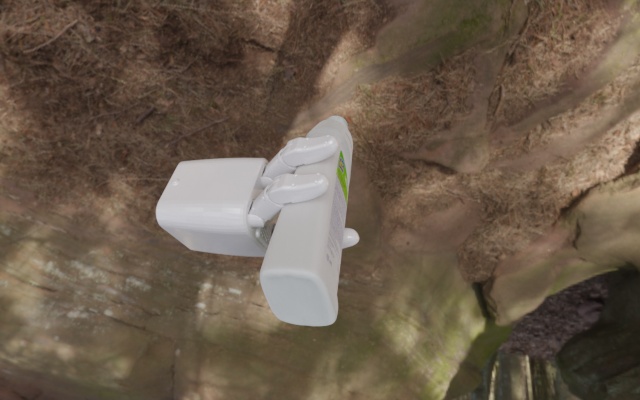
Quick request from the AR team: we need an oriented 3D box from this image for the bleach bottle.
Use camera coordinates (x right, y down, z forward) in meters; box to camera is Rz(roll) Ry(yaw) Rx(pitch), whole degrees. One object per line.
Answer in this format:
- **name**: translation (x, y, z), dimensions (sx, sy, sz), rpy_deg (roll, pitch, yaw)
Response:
- **bleach bottle**: translation (0.000, 0.002, 0.526), dimensions (0.068, 0.250, 0.103), rpy_deg (1, -43, 13)
